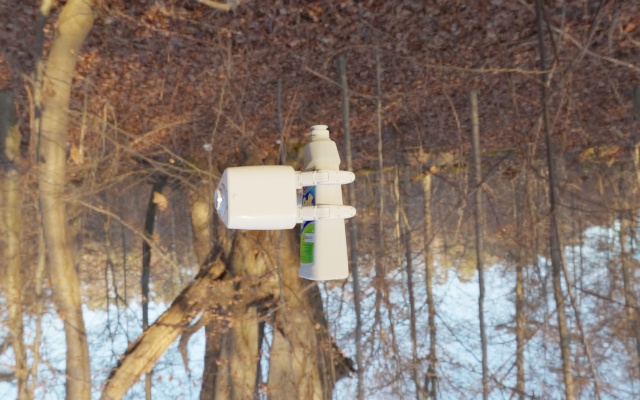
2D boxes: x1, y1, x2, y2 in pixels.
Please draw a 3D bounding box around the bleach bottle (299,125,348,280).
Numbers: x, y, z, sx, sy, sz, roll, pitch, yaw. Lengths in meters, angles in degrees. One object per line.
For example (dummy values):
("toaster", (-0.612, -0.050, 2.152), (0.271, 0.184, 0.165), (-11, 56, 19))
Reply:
("bleach bottle", (0.000, 0.003, 0.799), (0.068, 0.251, 0.102), (-1, -4, -21))
